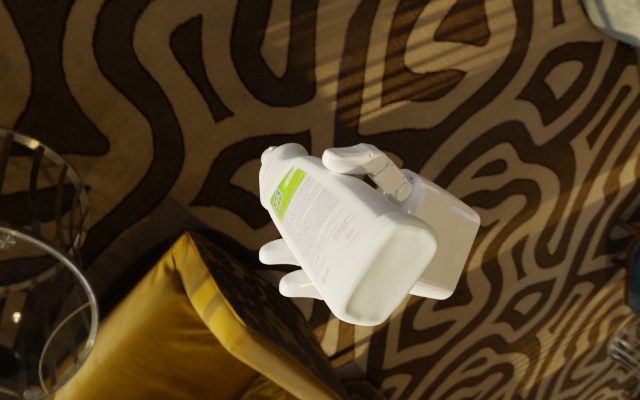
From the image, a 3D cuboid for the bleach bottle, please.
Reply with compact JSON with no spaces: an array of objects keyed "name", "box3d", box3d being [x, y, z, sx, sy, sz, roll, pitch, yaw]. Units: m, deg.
[{"name":"bleach bottle","box3d":[0.000,0.002,0.461,0.068,0.102,0.250,22,16,-36]}]
